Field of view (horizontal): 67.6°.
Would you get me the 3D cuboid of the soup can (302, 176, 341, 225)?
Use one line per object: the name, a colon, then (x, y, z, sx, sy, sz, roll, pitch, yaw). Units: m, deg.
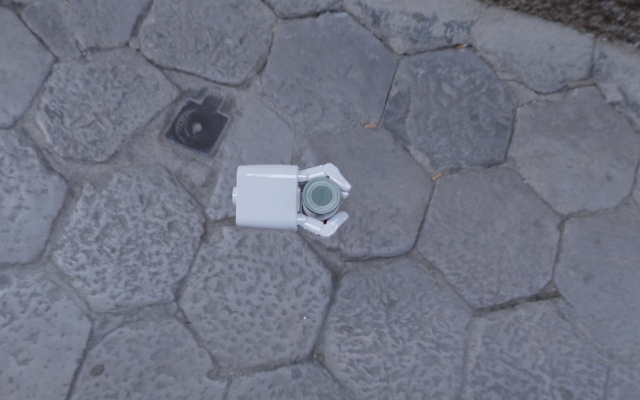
soup can: (0.001, 0.003, 0.848, 0.068, 0.068, 0.102, 0, -14, -2)
